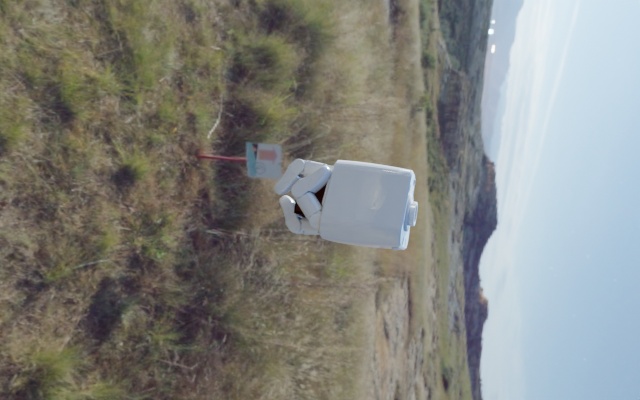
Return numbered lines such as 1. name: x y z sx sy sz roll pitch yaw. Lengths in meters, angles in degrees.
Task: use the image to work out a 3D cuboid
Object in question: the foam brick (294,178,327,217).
1. foam brick: 0.000 0.002 0.704 0.051 0.053 0.078 7 -7 17
